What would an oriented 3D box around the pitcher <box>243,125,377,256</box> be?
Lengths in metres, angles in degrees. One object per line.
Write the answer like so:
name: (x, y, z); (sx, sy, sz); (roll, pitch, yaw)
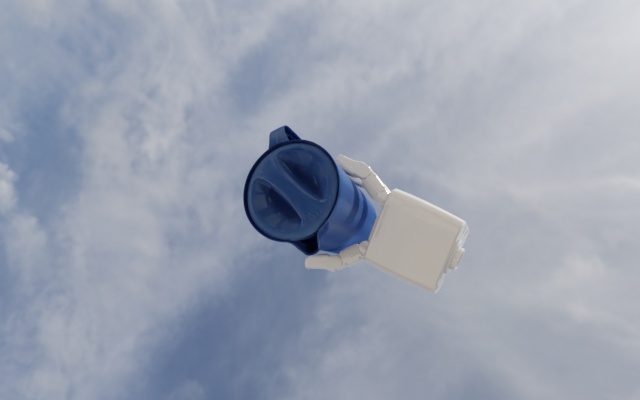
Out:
pitcher: (0.000, 0.002, 0.700); (0.145, 0.149, 0.243); (23, -4, 24)
